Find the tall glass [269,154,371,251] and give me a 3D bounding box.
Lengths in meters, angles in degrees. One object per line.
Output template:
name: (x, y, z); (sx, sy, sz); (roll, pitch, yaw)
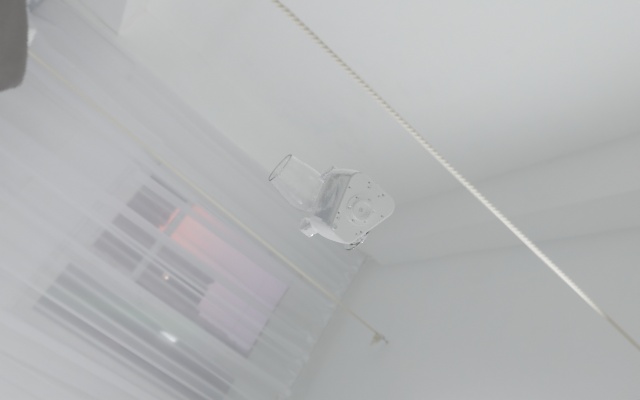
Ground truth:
tall glass: (0.001, 0.003, 0.878); (0.201, 0.079, 0.079); (40, -13, -15)
